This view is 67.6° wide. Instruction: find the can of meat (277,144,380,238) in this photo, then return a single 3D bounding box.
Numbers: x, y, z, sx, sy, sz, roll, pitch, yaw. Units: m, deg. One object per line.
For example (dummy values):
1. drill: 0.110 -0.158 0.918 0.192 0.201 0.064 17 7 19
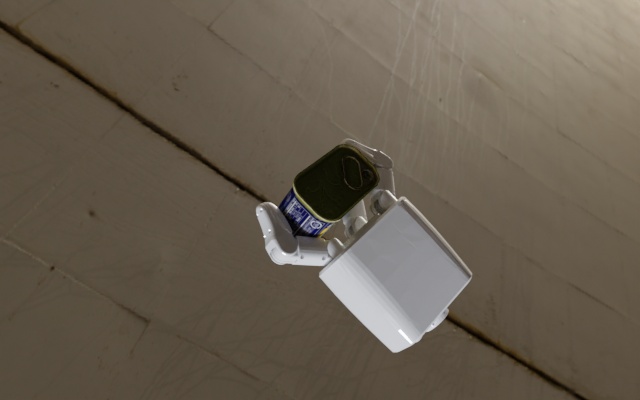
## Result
1. can of meat: 0.000 0.002 0.485 0.102 0.057 0.084 -40 -7 -42
